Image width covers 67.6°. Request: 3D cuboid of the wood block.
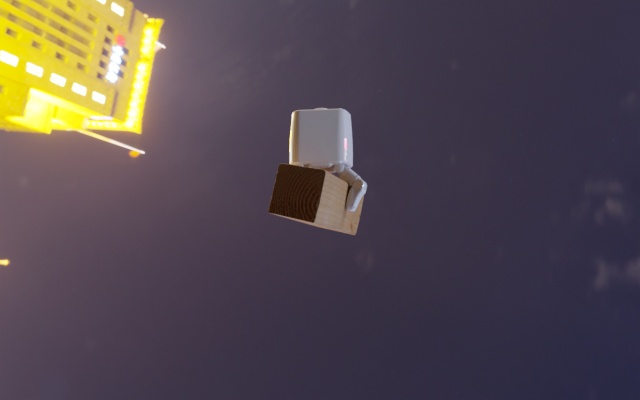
[{"bbox_3d":[0.001,0.003,0.876,0.091,0.090,0.206,11,-5,25],"label":"wood block"}]
